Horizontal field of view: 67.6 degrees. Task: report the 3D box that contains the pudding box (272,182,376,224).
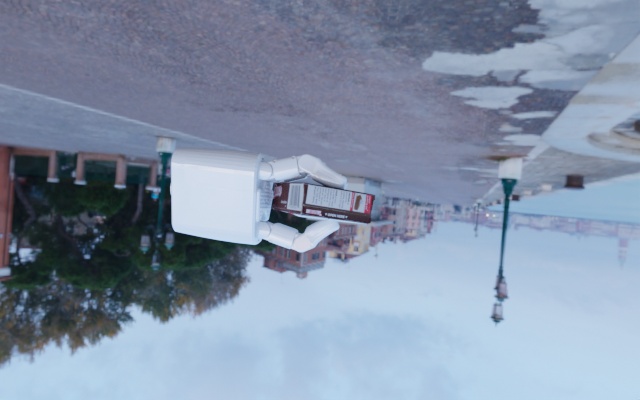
[{"bbox_3d":[0.000,0.002,0.578,0.090,0.039,0.113,8,1,-22],"label":"pudding box"}]
